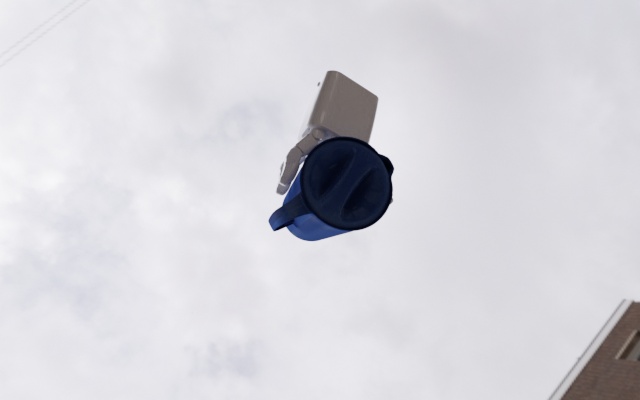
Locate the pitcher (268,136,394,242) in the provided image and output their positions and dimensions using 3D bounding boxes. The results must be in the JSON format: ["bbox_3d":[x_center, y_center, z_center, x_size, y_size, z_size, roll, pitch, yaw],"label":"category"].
[{"bbox_3d":[0.000,0.002,0.755,0.149,0.145,0.243,19,-16,-10],"label":"pitcher"}]
